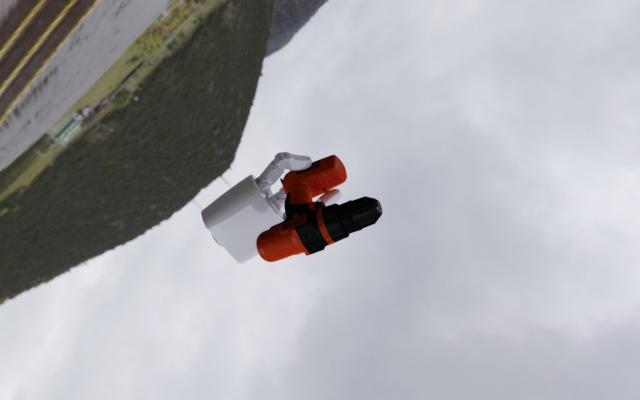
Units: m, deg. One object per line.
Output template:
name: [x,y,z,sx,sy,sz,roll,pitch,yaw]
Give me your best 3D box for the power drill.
power drill: [0.000,0.002,0.710,0.184,0.057,0.187,-19,27,15]
